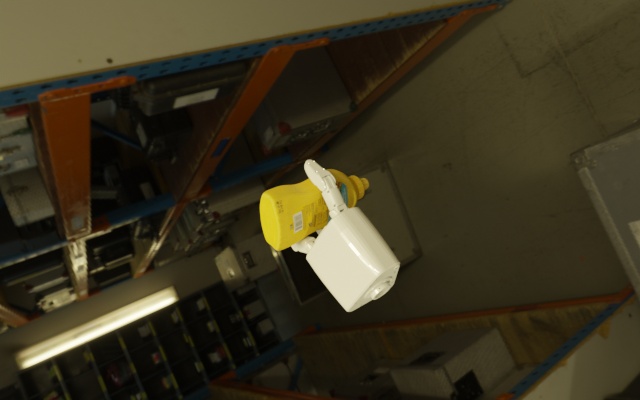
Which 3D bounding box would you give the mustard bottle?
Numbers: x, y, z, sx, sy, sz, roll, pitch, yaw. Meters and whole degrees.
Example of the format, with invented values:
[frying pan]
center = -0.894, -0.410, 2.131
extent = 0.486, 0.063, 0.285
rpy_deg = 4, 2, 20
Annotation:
[mustard bottle]
center = 0.000, 0.002, 0.752
extent = 0.191, 0.096, 0.058
rpy_deg = -22, 36, -30
